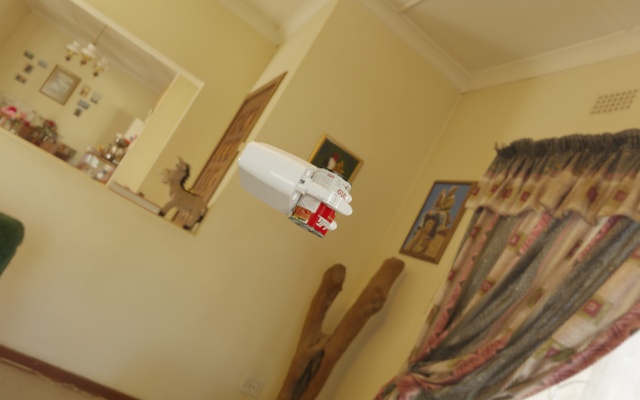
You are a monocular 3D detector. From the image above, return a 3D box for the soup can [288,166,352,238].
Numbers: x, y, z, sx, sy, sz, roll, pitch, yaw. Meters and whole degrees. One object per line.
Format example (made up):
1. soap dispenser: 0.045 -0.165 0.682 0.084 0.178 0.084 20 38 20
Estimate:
1. soup can: 0.001 0.003 0.800 0.068 0.102 0.068 29 -8 5
